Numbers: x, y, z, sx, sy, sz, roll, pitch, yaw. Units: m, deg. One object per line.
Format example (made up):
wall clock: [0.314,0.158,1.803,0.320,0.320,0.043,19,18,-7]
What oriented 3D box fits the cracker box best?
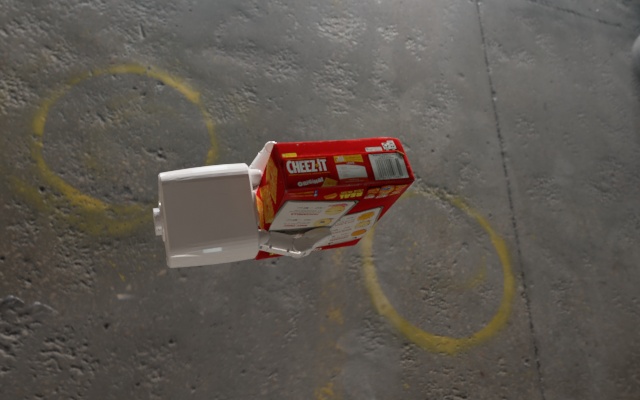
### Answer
cracker box: [0.000,0.002,0.633,0.164,0.072,0.214,-6,-24,-21]
